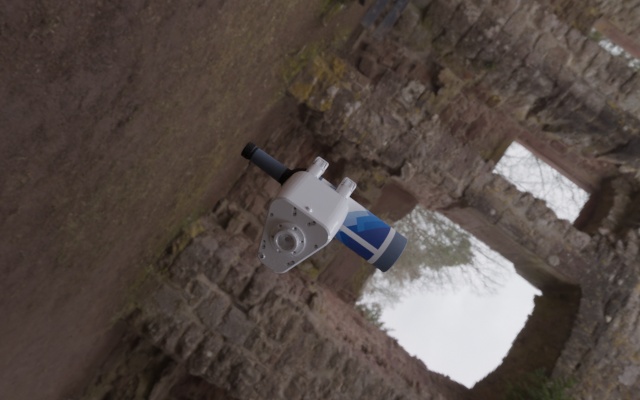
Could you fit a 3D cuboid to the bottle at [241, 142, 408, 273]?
[{"bbox_3d":[0.000,0.003,0.762,0.296,0.069,0.069,36,0,0],"label":"bottle"}]
